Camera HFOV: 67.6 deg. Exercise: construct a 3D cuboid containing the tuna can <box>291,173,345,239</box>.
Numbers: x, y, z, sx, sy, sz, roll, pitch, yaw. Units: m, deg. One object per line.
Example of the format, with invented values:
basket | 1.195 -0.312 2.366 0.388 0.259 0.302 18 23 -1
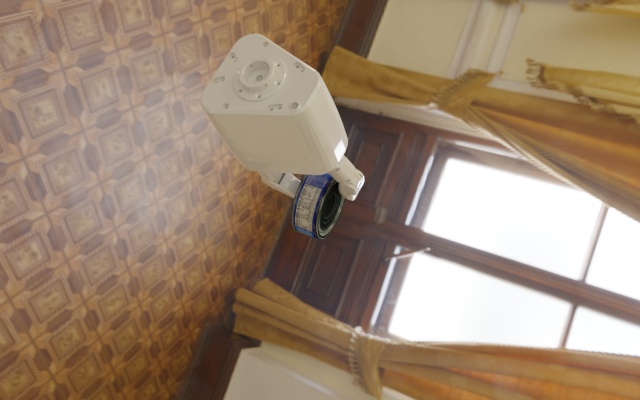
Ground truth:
tuna can | 0.001 0.002 0.566 0.034 0.086 0.086 20 7 19
